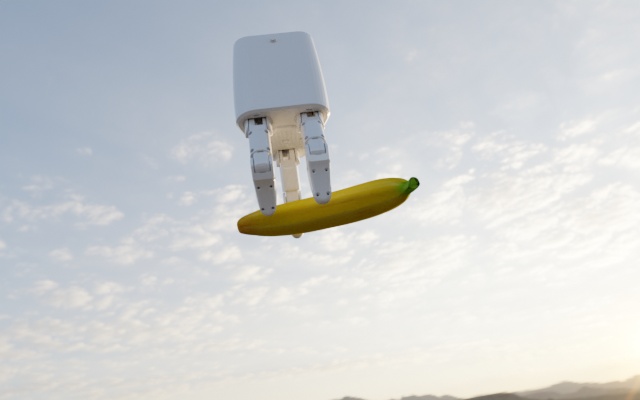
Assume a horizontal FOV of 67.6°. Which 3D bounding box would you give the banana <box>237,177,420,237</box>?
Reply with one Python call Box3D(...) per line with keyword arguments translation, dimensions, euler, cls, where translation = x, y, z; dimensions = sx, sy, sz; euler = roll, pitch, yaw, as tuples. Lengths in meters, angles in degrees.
Box3D(translation=(0.010, 0.006, 0.501), dimensions=(0.198, 0.037, 0.070), euler=(-16, -22, 19), cls="banana")
